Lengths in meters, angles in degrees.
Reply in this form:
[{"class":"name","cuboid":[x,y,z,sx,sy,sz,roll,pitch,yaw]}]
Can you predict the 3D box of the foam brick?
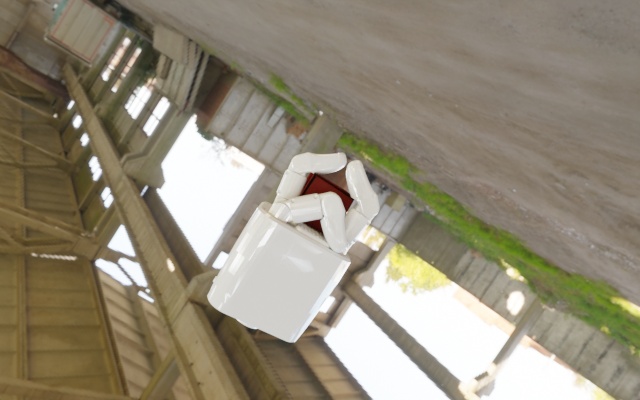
[{"class":"foam brick","cuboid":[0.000,0.002,0.537,0.053,0.051,0.078,31,3,-5]}]
